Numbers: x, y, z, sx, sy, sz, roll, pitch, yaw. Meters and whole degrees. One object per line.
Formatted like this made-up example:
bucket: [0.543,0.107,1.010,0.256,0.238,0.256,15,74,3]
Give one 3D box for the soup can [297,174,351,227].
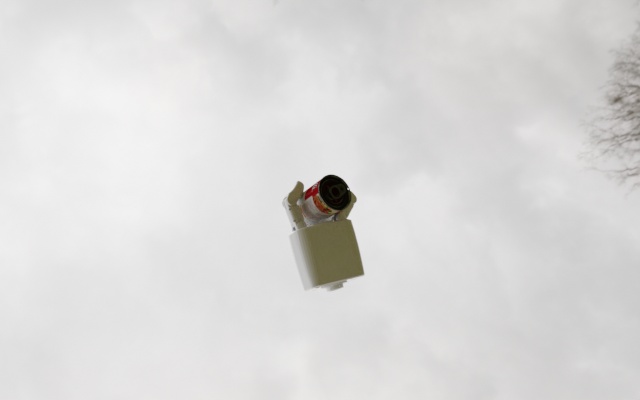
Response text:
soup can: [0.000,0.002,0.869,0.068,0.068,0.102,0,-20,-33]
